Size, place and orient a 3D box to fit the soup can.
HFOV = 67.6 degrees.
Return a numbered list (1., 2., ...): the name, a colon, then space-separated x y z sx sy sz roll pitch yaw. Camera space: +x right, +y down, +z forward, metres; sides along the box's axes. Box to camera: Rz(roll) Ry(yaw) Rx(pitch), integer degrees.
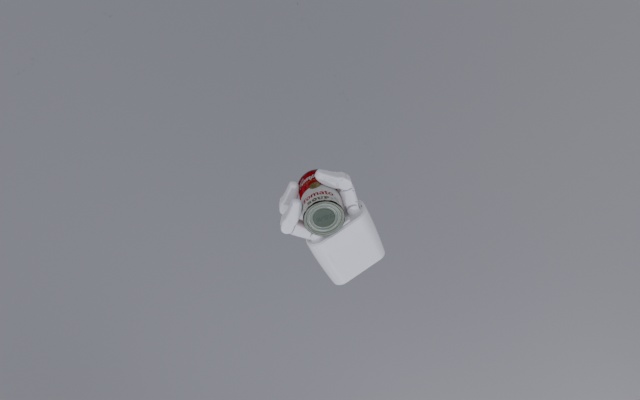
1. soup can: 0.000 0.002 0.775 0.068 0.068 0.102 0 32 -7
